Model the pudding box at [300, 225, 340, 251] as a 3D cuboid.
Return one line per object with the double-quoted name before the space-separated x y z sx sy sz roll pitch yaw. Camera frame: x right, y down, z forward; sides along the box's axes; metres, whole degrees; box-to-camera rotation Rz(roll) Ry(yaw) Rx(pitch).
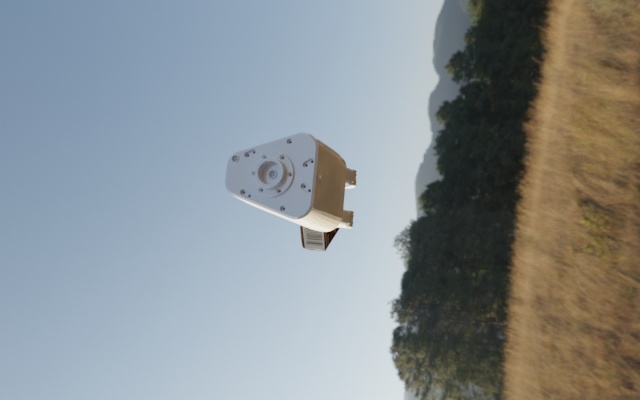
"pudding box" 0.000 0.002 0.678 0.039 0.113 0.090 4 21 17
